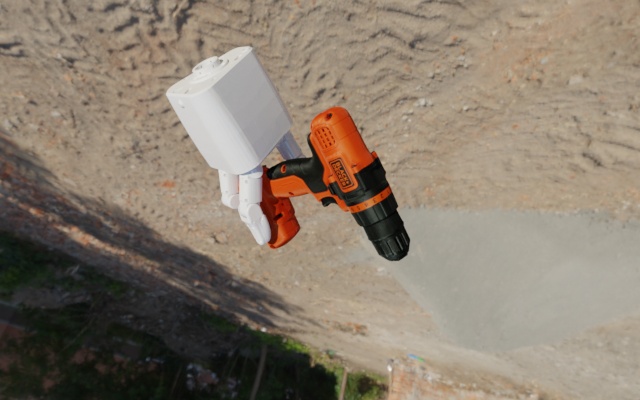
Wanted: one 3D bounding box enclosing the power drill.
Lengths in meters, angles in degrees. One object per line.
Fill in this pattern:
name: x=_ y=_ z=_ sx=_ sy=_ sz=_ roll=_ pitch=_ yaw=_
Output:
power drill: x=0.000 y=0.002 z=0.568 sx=0.188 sy=0.184 sz=0.057 roll=-20 pitch=10 yaw=40
